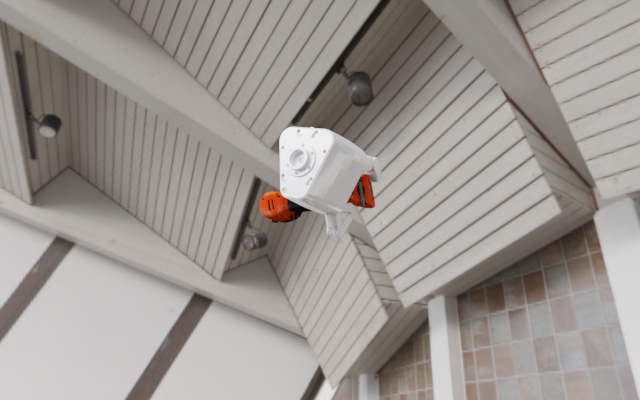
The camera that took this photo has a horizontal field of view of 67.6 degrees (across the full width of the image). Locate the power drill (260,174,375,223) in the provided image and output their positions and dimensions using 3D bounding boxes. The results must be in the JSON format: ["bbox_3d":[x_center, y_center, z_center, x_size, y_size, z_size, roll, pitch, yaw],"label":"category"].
[{"bbox_3d":[0.001,0.003,0.847,0.187,0.057,0.184,-12,-4,8],"label":"power drill"}]
